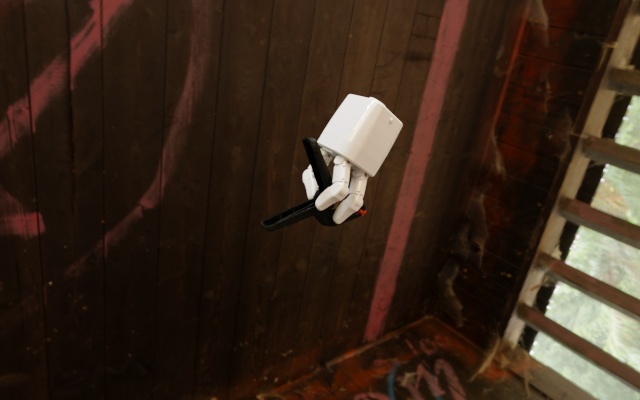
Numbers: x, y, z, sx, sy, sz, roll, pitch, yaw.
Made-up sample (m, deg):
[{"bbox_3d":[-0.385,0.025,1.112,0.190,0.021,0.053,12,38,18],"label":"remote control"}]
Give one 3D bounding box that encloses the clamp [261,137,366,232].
[{"bbox_3d":[0.000,0.002,0.817,0.210,0.164,0.036,29,6,-47],"label":"clamp"}]
